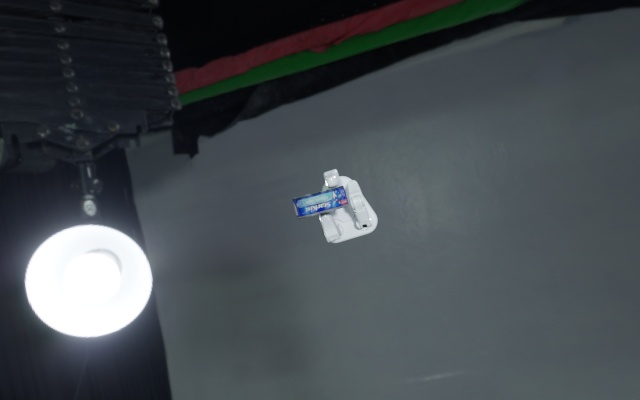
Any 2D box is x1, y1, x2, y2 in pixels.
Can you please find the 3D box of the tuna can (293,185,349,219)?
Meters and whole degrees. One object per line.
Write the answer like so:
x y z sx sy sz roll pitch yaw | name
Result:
0.000 0.002 0.755 0.086 0.034 0.086 -15 1 0 | tuna can
